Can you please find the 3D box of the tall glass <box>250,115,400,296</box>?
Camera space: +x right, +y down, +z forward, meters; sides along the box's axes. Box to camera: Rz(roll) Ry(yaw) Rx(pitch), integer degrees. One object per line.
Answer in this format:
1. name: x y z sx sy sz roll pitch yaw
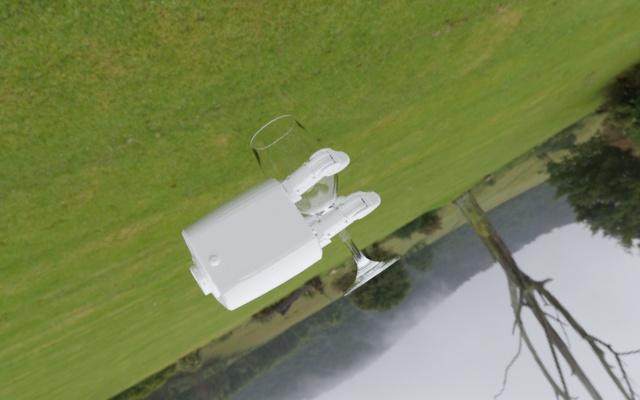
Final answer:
1. tall glass: 0.001 0.002 0.533 0.079 0.201 0.079 -33 -11 -7
